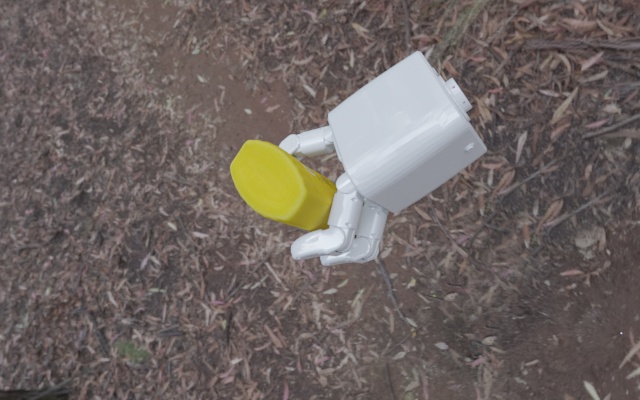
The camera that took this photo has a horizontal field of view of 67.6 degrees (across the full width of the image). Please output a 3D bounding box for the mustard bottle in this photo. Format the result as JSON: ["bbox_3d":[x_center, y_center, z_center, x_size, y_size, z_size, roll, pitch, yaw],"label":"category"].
[{"bbox_3d":[0.000,0.002,0.491,0.096,0.058,0.192,39,8,34],"label":"mustard bottle"}]
